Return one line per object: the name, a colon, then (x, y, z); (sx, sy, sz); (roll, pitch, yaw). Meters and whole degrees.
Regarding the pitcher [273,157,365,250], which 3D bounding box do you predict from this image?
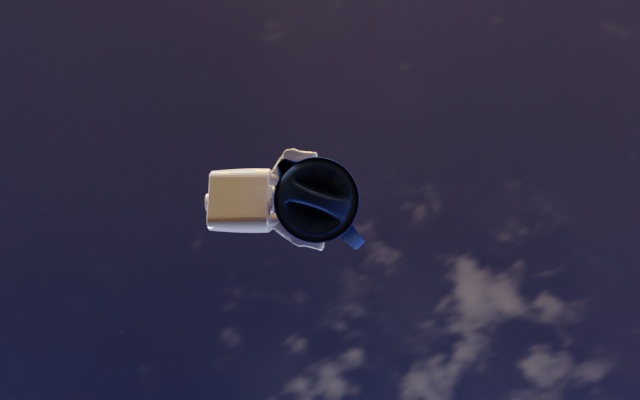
pitcher: (0.000, 0.003, 0.850); (0.145, 0.149, 0.243); (0, 2, 0)
